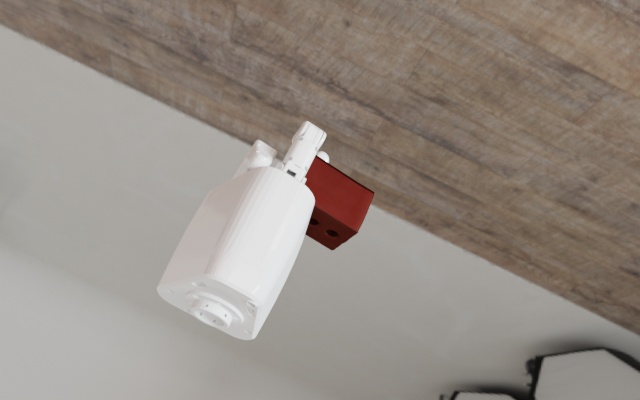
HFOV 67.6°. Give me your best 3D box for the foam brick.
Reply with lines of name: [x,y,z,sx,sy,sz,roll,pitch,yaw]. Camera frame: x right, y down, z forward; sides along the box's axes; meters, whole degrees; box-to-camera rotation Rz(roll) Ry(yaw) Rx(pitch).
foam brick: [0.000,0.002,0.449,0.078,0.051,0.053,32,-36,-12]
